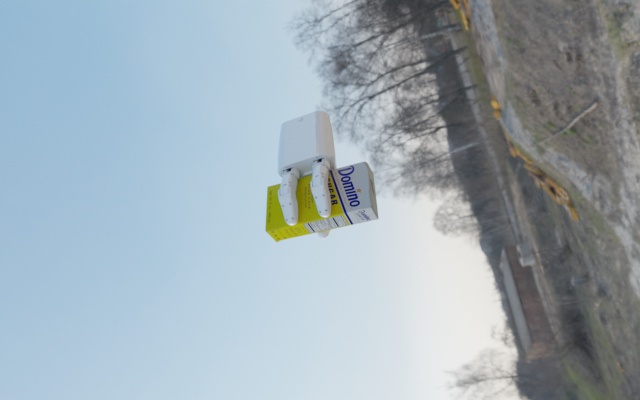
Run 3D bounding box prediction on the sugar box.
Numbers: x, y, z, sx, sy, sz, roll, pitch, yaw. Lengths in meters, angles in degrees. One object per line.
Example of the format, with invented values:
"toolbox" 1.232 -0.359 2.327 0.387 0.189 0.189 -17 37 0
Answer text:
"sugar box" 0.000 0.002 0.766 0.176 0.093 0.048 -16 -37 17
